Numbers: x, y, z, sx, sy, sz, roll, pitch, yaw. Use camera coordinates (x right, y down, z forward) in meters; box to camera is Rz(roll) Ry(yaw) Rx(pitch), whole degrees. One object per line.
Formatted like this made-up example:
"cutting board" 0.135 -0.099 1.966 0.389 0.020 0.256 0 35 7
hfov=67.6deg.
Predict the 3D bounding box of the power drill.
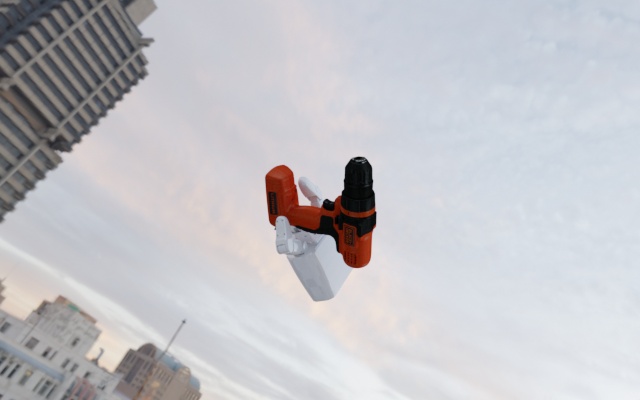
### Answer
"power drill" 0.000 0.003 0.743 0.187 0.184 0.057 19 34 32
